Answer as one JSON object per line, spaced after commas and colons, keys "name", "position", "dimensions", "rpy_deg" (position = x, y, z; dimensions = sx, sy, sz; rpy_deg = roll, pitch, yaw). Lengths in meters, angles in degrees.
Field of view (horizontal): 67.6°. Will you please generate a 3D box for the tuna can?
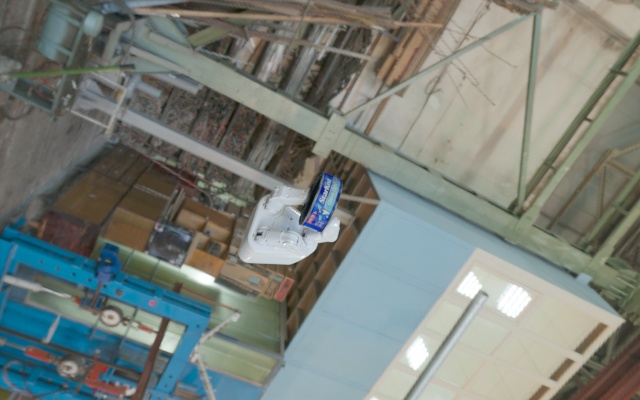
{"name": "tuna can", "position": [0.001, 0.002, 0.695], "dimensions": [0.034, 0.086, 0.086], "rpy_deg": [23, -4, -9]}
